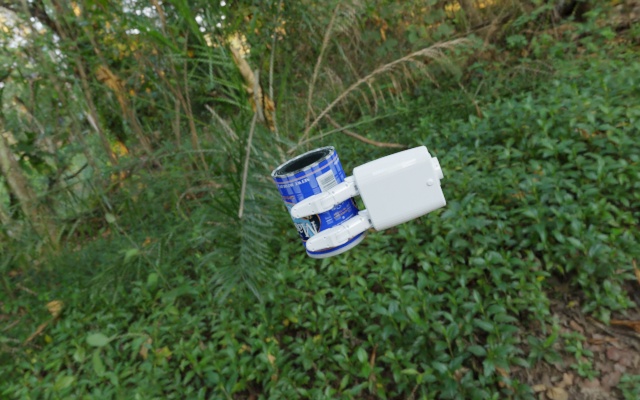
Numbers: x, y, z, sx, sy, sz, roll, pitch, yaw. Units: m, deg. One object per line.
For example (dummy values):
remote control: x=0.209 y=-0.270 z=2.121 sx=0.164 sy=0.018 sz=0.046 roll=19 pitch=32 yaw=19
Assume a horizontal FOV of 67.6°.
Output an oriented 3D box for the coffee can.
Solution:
coffee can: x=0.000 y=0.003 z=0.730 sx=0.103 sy=0.140 sz=0.102 roll=-22 pitch=17 yaw=7
